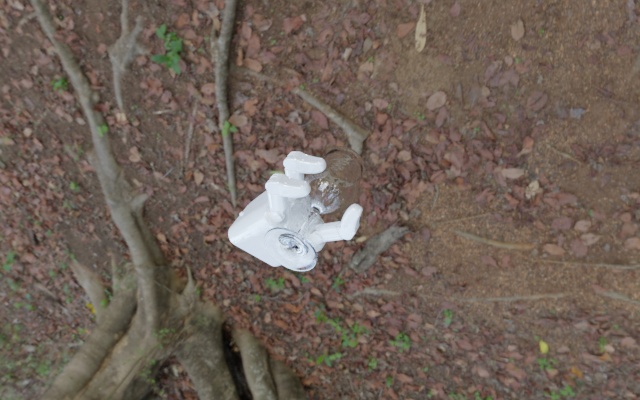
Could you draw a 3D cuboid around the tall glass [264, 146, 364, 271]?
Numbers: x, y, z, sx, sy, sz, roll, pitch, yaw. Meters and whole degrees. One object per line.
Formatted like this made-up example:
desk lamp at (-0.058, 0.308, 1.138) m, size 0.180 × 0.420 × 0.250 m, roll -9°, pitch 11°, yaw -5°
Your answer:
tall glass at (0.000, 0.003, 0.669) m, size 0.079 × 0.079 × 0.201 m, roll 0°, pitch 38°, yaw 30°
